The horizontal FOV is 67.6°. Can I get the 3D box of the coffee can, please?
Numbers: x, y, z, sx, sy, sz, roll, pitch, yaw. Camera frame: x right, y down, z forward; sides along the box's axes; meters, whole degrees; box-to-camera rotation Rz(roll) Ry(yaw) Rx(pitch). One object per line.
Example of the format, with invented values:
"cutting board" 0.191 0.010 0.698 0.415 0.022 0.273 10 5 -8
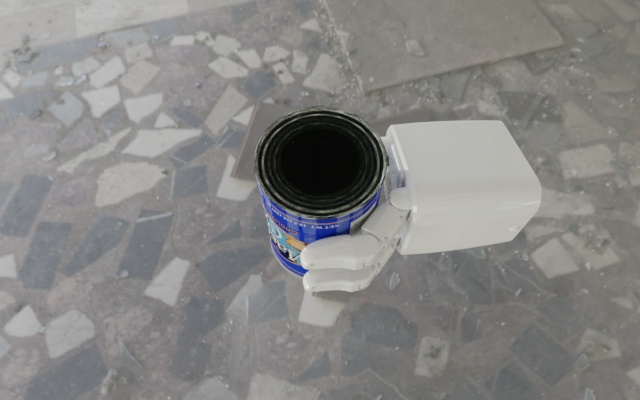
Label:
"coffee can" 0.000 0.001 0.425 0.103 0.102 0.140 0 -28 0
